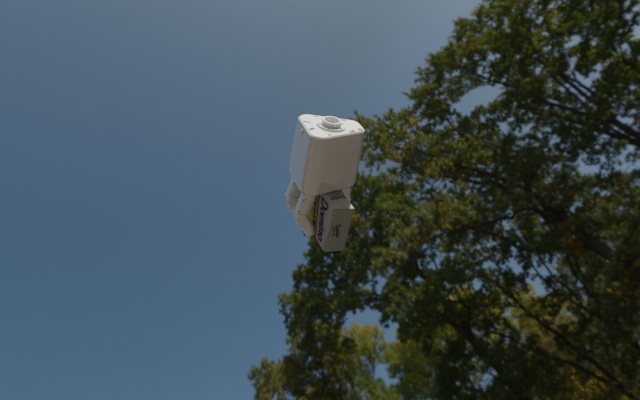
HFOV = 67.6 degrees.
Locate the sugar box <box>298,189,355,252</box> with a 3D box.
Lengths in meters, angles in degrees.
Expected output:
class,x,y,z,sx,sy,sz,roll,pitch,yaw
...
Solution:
class,x,y,z,sx,sy,sz,roll,pitch,yaw
sugar box,0.000,0.003,0.868,0.048,0.093,0.176,-2,34,-21
